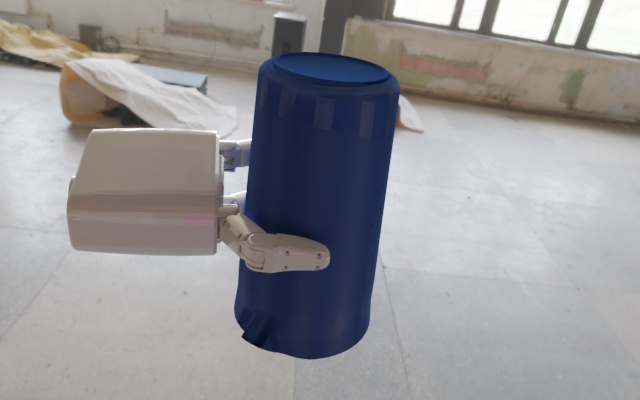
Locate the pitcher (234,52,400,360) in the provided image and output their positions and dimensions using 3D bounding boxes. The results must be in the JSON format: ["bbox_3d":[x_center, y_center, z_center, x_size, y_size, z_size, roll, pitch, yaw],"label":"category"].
[{"bbox_3d":[0.000,0.001,0.421,0.145,0.243,0.149,0,29,-13],"label":"pitcher"}]
